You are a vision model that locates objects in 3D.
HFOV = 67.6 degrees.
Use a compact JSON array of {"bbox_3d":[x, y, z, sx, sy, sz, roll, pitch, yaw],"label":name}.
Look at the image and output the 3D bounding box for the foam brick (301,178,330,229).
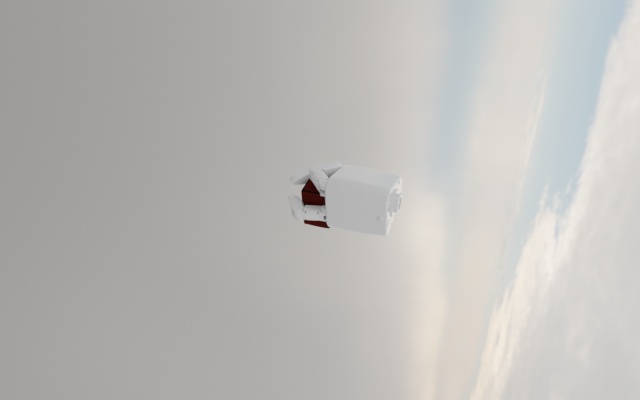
[{"bbox_3d":[0.000,0.003,0.861,0.051,0.078,0.053,11,40,18],"label":"foam brick"}]
